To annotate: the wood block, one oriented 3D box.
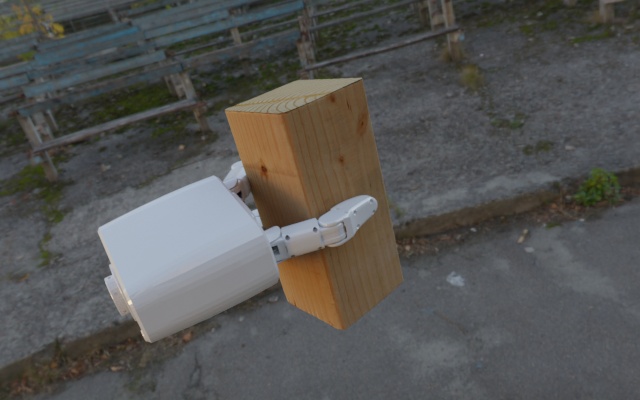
[{"bbox_3d":[0.000,0.002,0.444,0.090,0.206,0.091,-31,29,-32],"label":"wood block"}]
